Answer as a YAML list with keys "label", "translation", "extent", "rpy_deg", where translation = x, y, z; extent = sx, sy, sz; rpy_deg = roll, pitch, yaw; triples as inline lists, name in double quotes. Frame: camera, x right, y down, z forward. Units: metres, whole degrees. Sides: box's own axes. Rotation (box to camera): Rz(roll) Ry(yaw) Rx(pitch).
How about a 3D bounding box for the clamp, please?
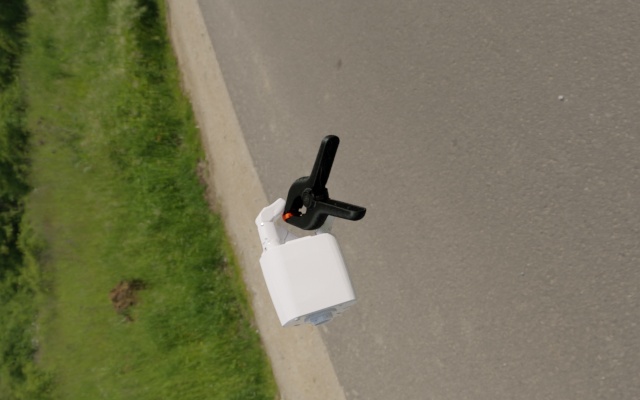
- label: "clamp"
  translation: [-0.001, 0.002, 0.674]
  extent: [0.039, 0.120, 0.171]
  rpy_deg: [-5, -28, -32]
